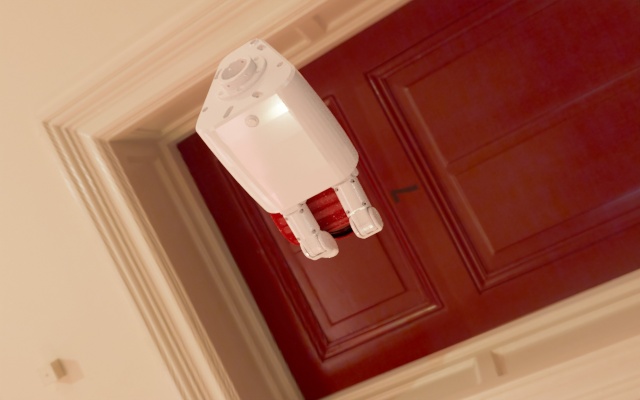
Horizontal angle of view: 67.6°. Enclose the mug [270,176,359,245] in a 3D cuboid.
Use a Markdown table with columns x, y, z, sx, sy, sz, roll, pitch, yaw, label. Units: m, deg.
| x | y | z | sx | sy | sz | roll | pitch | yaw | label |
| --- | --- | --- | --- | --- | --- | --- | --- | --- | --- |
| 0.001 | 0.003 | 0.500 | 0.081 | 0.093 | 0.117 | -26 | -48 | 13 | mug |
